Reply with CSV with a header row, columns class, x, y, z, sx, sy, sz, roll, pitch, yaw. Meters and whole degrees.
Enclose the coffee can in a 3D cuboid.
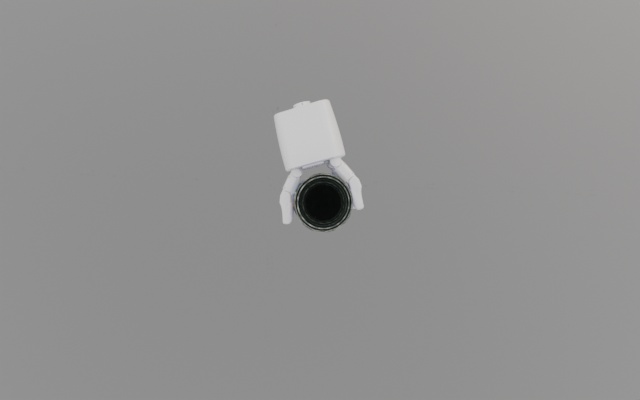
class,x,y,z,sx,sy,sz,roll,pitch,yaw
coffee can,0.000,0.003,0.884,0.103,0.103,0.140,0,1,-4
